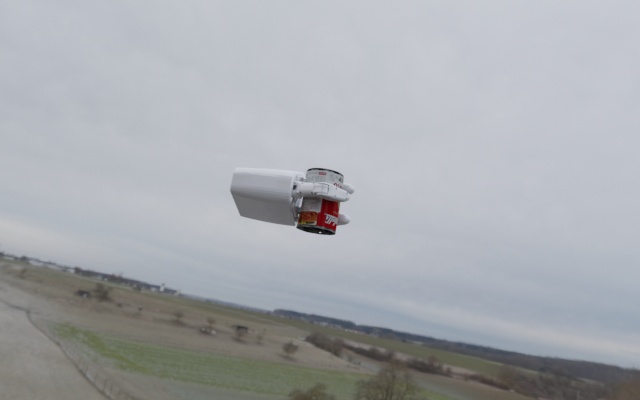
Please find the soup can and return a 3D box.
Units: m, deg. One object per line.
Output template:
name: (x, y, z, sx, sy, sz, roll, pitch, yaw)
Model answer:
soup can: (0.001, 0.002, 0.814, 0.068, 0.102, 0.068, 9, -13, 2)
